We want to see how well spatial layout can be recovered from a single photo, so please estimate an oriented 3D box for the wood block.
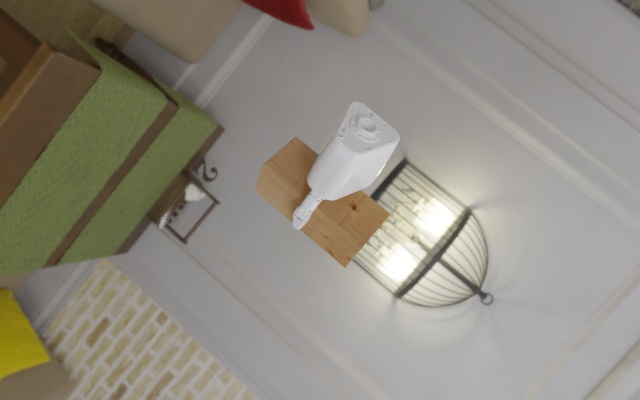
[{"bbox_3d":[0.000,0.003,0.807,0.090,0.206,0.090,-45,-9,-31],"label":"wood block"}]
